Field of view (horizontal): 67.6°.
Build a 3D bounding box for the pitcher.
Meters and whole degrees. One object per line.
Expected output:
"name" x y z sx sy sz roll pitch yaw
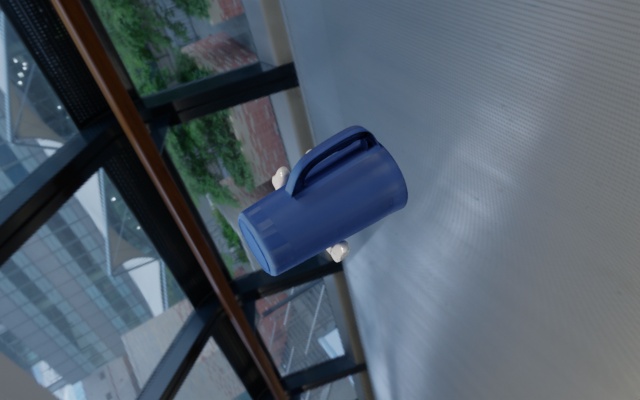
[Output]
"pitcher" 0.000 0.002 0.725 0.243 0.149 0.145 -30 1 -18
